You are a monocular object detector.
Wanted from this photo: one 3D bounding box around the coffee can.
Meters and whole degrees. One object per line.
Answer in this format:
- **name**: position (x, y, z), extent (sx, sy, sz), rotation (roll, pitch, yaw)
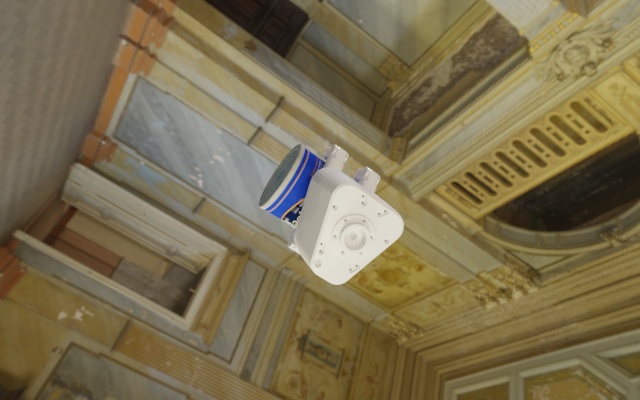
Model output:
- **coffee can**: position (0.000, 0.002, 0.667), extent (0.140, 0.103, 0.103), rotation (33, -10, -15)
